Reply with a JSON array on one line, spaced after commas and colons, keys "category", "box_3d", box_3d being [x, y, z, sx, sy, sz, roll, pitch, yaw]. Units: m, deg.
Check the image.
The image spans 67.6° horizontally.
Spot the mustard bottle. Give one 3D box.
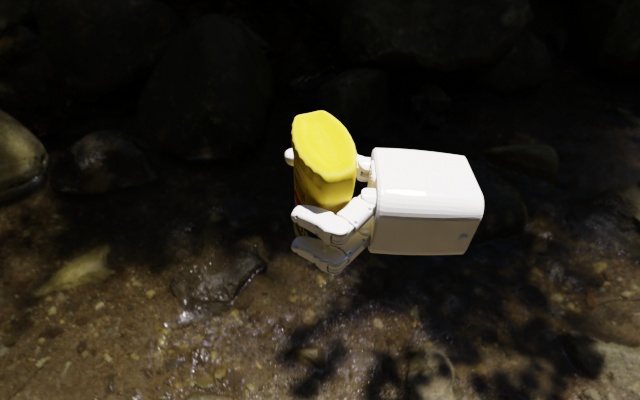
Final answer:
[{"category": "mustard bottle", "box_3d": [0.000, 0.002, 0.532, 0.058, 0.096, 0.192, -16, -37, -15]}]
